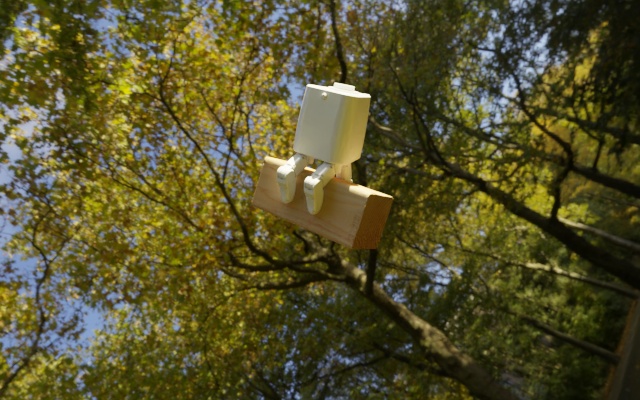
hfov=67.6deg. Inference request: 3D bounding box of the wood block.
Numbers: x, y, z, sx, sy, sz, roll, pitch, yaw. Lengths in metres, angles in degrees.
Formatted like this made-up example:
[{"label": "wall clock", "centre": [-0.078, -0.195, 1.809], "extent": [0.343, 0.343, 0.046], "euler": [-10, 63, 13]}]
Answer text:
[{"label": "wood block", "centre": [0.000, 0.002, 0.785], "extent": [0.206, 0.090, 0.091], "euler": [22, 8, 32]}]
